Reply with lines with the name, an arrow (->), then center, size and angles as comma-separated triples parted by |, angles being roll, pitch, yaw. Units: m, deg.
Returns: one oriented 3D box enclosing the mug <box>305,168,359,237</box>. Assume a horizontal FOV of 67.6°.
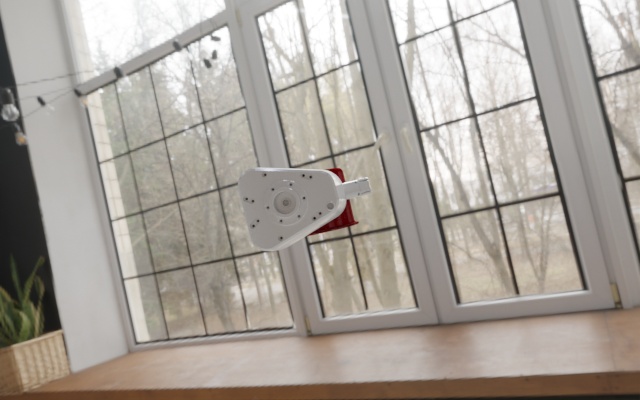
mug -> 0.000, 0.002, 0.677 | 0.093, 0.081, 0.117 | -13, -1, 3
